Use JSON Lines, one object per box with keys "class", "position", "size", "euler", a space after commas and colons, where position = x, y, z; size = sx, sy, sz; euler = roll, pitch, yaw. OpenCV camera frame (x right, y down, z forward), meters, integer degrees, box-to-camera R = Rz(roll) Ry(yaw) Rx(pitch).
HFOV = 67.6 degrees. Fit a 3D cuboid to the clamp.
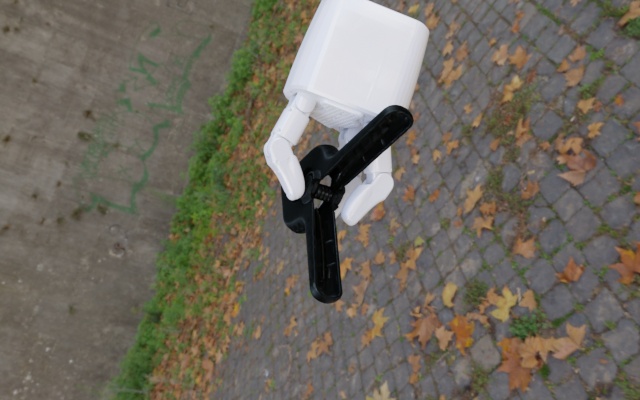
{"class": "clamp", "position": [-0.001, 0.001, 0.450], "size": [0.036, 0.164, 0.210], "euler": [24, -8, -21]}
